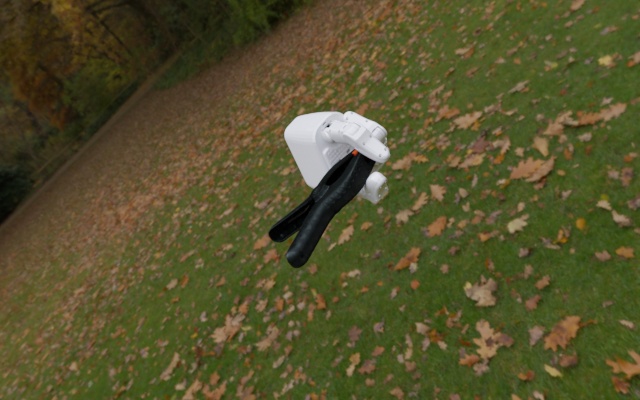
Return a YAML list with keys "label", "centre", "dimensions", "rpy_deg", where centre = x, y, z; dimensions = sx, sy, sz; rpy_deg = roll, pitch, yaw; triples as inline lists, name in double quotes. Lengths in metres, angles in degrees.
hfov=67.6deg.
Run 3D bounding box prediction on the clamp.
- label: "clamp"
  centre: [0.000, 0.001, 0.586]
  dimensions: [0.039, 0.171, 0.120]
  rpy_deg: [47, -14, -26]
